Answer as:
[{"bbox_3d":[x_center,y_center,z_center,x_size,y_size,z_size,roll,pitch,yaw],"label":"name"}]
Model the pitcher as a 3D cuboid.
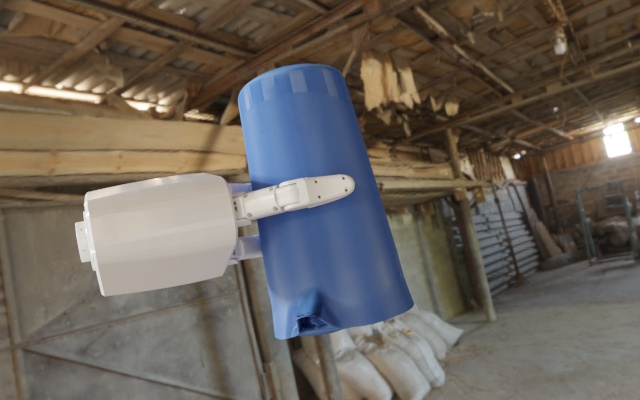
[{"bbox_3d":[0.000,0.002,0.470,0.145,0.243,0.149,-10,-7,-23],"label":"pitcher"}]
